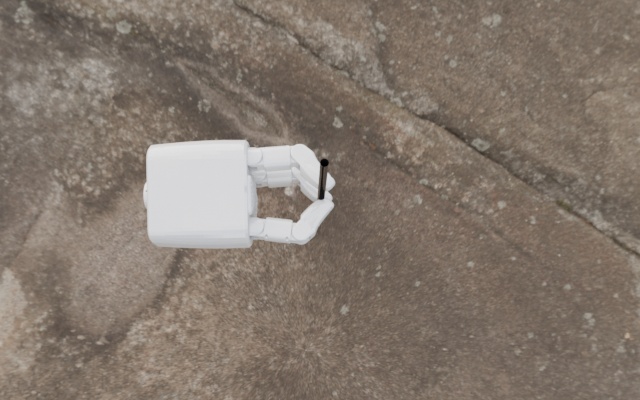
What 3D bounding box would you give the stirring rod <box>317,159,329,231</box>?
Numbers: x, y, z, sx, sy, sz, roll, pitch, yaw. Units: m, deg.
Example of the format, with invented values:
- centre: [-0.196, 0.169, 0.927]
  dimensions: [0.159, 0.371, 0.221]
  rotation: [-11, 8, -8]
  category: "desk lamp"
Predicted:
- centre: [0.000, 0.002, 0.546]
  dimensions: [0.011, 0.011, 0.240]
  rotation: [0, -17, -2]
  category: "stirring rod"
